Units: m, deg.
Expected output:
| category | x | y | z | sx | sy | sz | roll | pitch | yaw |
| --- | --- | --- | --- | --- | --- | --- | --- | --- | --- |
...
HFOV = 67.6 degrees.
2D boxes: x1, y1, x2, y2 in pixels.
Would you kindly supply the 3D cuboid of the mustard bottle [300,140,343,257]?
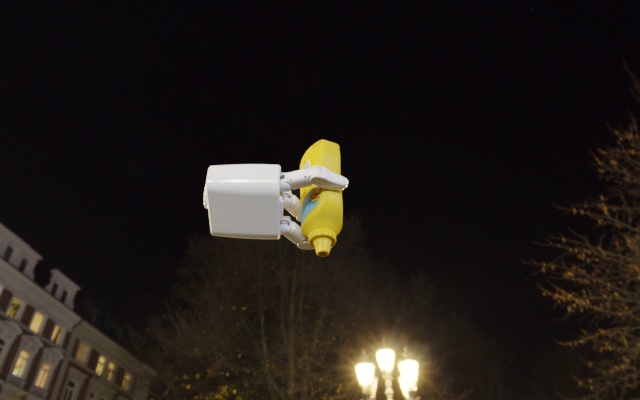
| category | x | y | z | sx | sy | sz | roll | pitch | yaw |
| --- | --- | --- | --- | --- | --- | --- | --- | --- | --- |
| mustard bottle | 0.000 | 0.002 | 0.748 | 0.058 | 0.191 | 0.096 | 16 | -42 | -20 |
